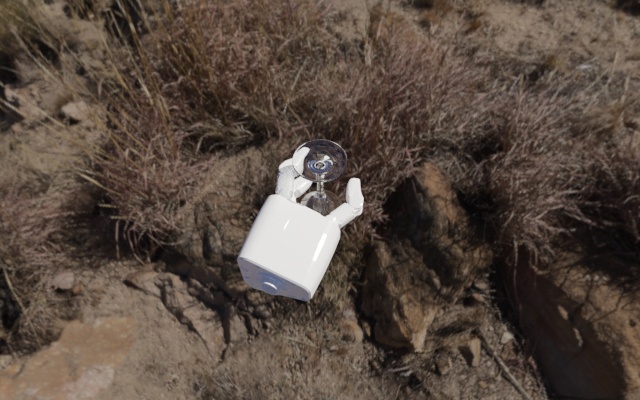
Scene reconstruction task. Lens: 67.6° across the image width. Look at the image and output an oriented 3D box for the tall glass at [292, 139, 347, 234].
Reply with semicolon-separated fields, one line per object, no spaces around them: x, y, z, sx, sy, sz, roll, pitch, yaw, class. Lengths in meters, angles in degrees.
0.000;0.002;0.723;0.079;0.079;0.201;0;-35;1;tall glass
